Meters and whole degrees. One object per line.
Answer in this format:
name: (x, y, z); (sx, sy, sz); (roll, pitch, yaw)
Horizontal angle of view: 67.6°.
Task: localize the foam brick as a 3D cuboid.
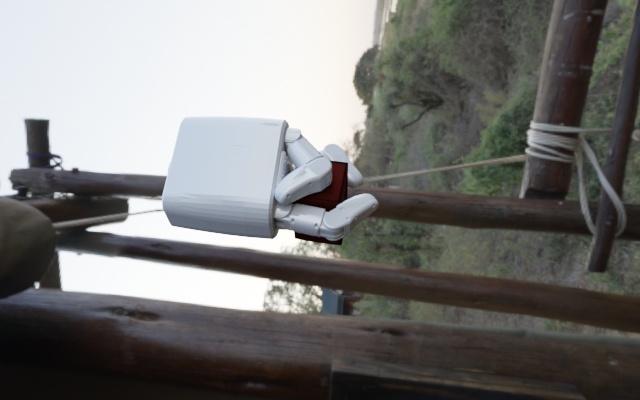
foam brick: (0.000, 0.002, 0.490); (0.051, 0.053, 0.078); (5, -38, 6)
